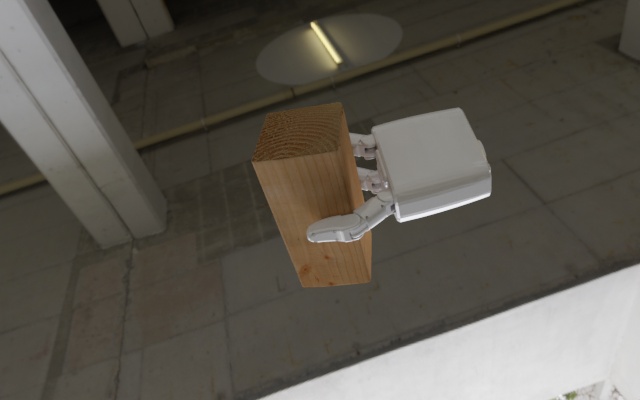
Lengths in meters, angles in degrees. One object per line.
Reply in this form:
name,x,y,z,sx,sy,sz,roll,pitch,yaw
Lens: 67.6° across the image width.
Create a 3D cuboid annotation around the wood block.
wood block,0.000,0.002,0.561,0.090,0.206,0.090,-6,41,13
